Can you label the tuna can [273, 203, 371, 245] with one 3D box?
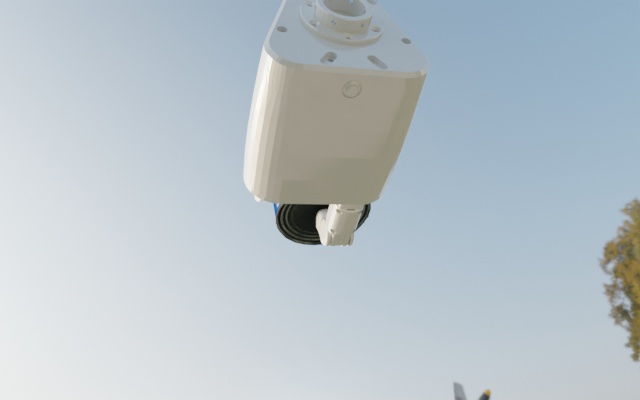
[{"bbox_3d":[0.000,0.001,0.432,0.086,0.033,0.086,-8,-41,-7],"label":"tuna can"}]
